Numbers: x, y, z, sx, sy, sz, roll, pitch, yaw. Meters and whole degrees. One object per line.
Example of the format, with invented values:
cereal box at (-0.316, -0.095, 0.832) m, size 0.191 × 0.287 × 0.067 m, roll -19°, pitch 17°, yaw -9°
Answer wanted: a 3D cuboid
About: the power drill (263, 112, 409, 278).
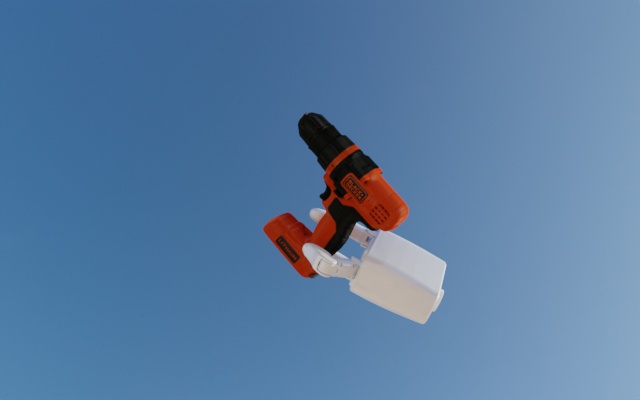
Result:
power drill at (0.000, 0.003, 0.636) m, size 0.057 × 0.184 × 0.188 m, roll -27°, pitch -17°, yaw -51°
